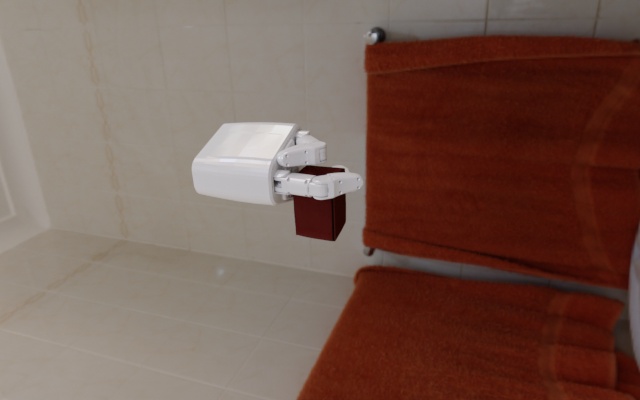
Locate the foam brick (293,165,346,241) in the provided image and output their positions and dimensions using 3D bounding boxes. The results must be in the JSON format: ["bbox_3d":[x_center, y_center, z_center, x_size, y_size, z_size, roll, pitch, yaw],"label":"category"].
[{"bbox_3d":[0.000,0.002,0.587,0.051,0.078,0.053,5,25,18],"label":"foam brick"}]
